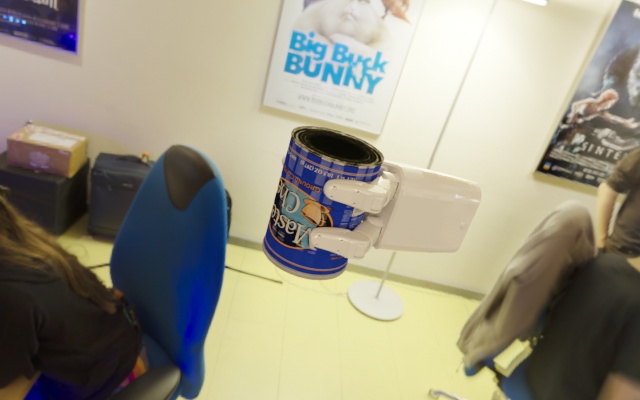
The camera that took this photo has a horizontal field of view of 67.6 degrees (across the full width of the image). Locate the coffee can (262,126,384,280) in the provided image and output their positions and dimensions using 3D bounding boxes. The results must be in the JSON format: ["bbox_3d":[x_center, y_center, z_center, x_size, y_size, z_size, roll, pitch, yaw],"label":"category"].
[{"bbox_3d":[0.000,0.002,0.530,0.103,0.140,0.102,14,24,-6],"label":"coffee can"}]
